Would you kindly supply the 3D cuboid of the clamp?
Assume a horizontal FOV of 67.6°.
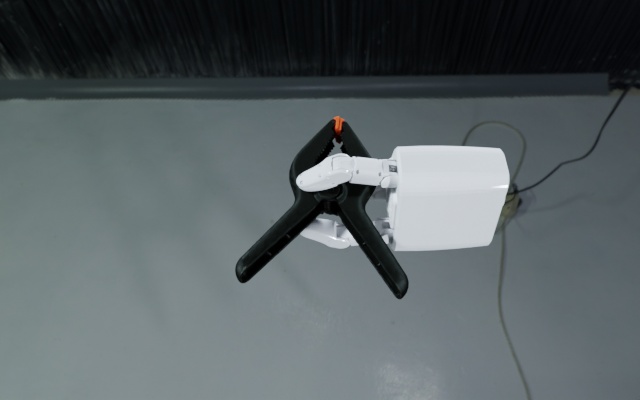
[{"bbox_3d":[0.000,0.001,0.497,0.164,0.209,0.036,0,-31,0],"label":"clamp"}]
